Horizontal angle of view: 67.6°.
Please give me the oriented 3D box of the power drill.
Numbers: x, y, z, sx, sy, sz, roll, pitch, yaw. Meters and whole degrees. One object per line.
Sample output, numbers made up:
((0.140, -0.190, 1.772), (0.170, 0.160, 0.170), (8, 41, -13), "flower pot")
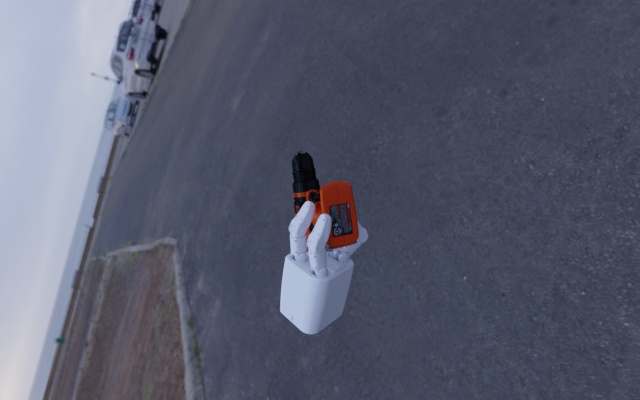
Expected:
((0.000, 0.003, 0.827), (0.057, 0.184, 0.187), (-12, 7, -17), "power drill")
